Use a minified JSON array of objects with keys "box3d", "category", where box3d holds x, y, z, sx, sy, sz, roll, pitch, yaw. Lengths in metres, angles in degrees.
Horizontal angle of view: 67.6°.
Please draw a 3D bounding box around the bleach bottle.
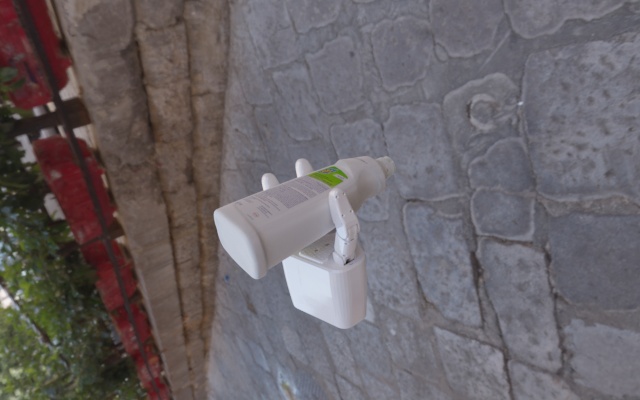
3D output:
[{"box3d":[0.000,0.002,0.603,0.251,0.068,0.102,-25,36,-27],"category":"bleach bottle"}]
